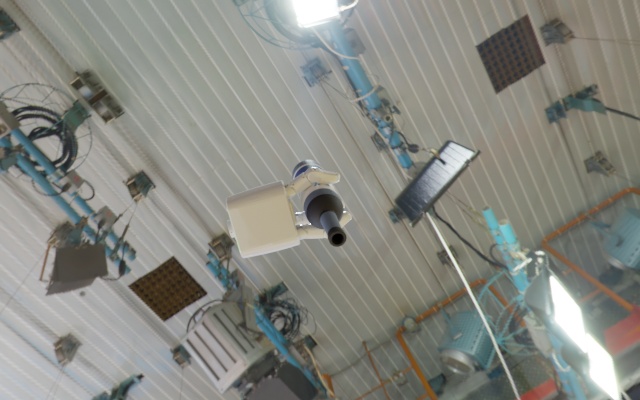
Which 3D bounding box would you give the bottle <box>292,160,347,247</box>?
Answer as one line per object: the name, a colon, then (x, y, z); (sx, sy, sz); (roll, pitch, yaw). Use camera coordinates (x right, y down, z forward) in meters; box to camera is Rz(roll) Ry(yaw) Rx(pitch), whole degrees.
bottle: (0.000, 0.003, 0.847); (0.069, 0.069, 0.295); (0, 22, -11)
